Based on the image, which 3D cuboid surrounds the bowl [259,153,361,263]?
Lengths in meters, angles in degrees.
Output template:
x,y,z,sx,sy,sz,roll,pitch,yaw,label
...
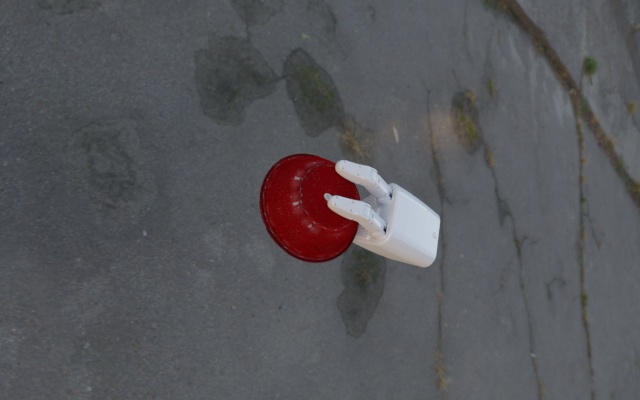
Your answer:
x,y,z,sx,sy,sz,roll,pitch,yaw,label
-0.001,0.002,0.658,0.162,0.162,0.055,0,-16,-30,bowl
